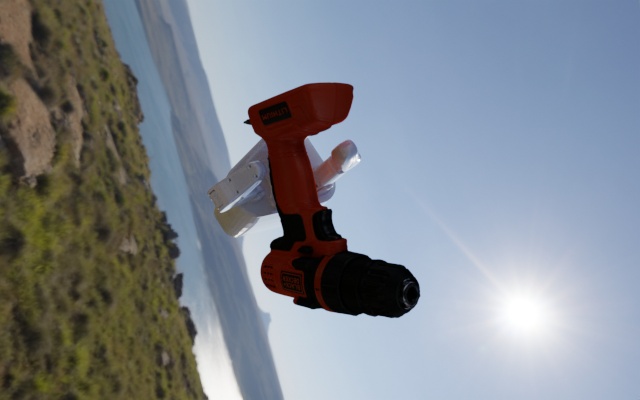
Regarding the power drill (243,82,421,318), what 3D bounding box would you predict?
[{"bbox_3d":[0.000,0.001,0.403,0.057,0.187,0.184,-9,4,-39],"label":"power drill"}]
